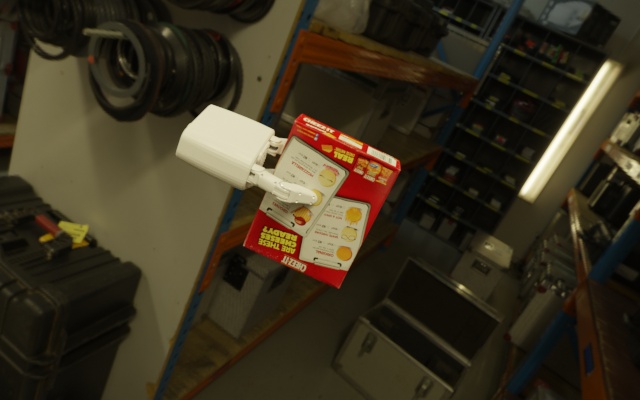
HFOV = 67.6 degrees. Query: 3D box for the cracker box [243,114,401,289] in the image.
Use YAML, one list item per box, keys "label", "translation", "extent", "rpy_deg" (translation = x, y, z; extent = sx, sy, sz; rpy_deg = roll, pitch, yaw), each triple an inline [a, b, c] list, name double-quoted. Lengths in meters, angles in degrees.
- label: "cracker box"
  translation: [0.000, 0.002, 0.721]
  extent: [0.164, 0.214, 0.072]
  rpy_deg: [25, 22, -1]
